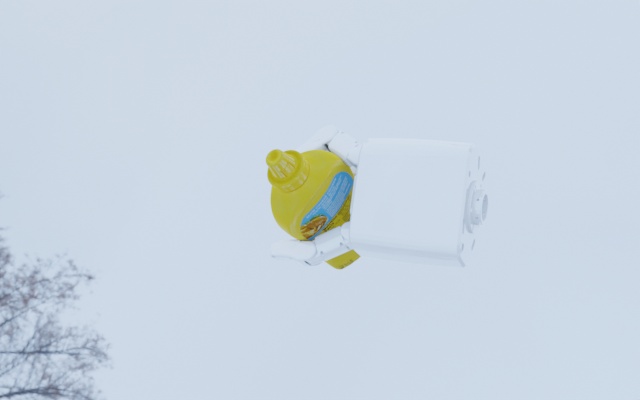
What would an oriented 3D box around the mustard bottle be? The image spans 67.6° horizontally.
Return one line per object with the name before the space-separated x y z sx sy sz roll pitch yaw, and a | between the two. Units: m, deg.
mustard bottle | 0.000 0.002 0.509 0.058 0.096 0.192 34 -6 37
